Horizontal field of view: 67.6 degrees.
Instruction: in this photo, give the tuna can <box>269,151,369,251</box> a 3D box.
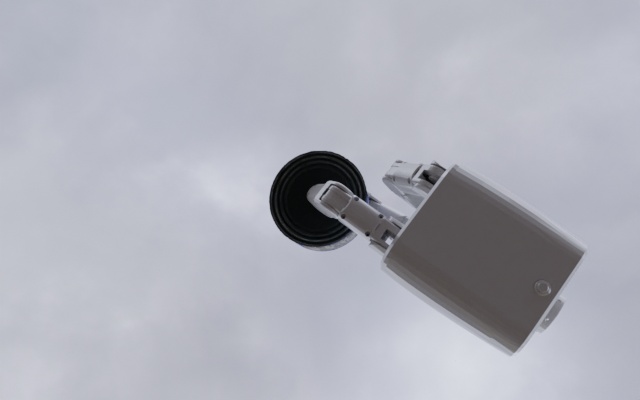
[{"bbox_3d":[0.000,0.001,0.424,0.086,0.086,0.034,0,-15,11],"label":"tuna can"}]
